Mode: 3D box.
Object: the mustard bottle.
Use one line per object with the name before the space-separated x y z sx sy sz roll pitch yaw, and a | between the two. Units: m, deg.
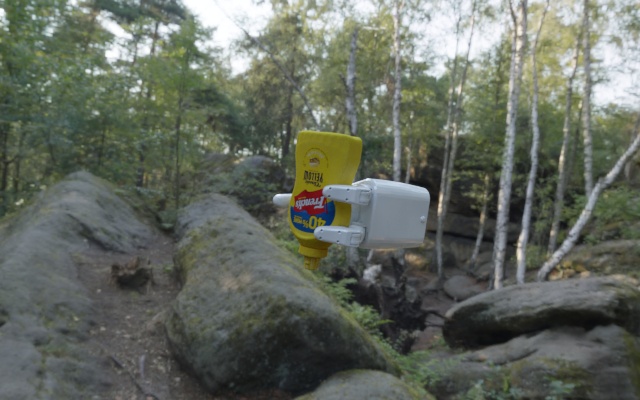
mustard bottle | 0.000 0.002 0.666 0.096 0.191 0.058 11 6 36
